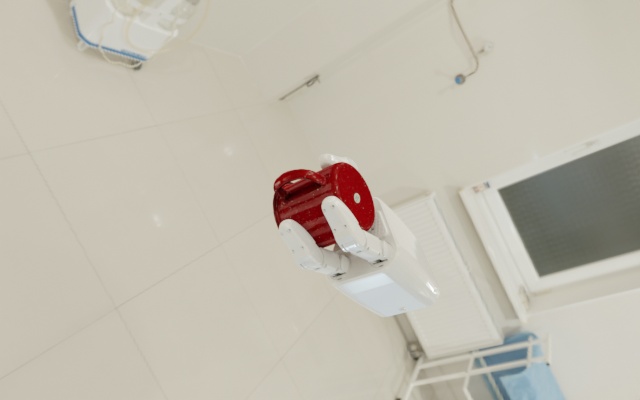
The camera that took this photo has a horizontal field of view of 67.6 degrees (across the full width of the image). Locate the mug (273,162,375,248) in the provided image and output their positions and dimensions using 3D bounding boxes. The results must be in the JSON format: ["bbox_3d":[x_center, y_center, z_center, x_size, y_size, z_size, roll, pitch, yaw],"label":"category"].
[{"bbox_3d":[-0.001,0.001,0.525,0.081,0.093,0.117,-24,-46,30],"label":"mug"}]
